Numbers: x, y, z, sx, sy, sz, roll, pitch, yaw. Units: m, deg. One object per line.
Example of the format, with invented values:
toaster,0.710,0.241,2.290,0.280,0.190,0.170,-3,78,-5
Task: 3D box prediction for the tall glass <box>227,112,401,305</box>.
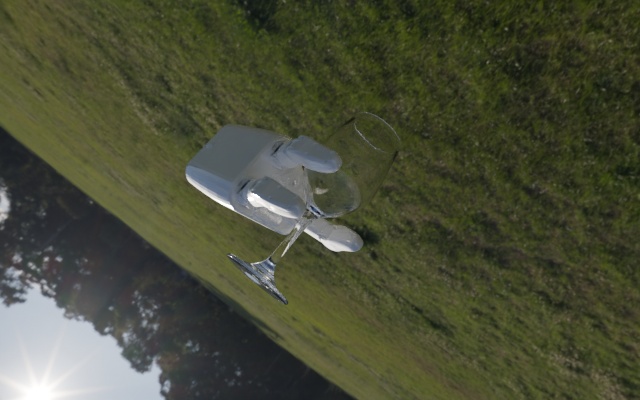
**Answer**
tall glass,0.000,0.002,0.480,0.079,0.201,0.079,36,-18,13
